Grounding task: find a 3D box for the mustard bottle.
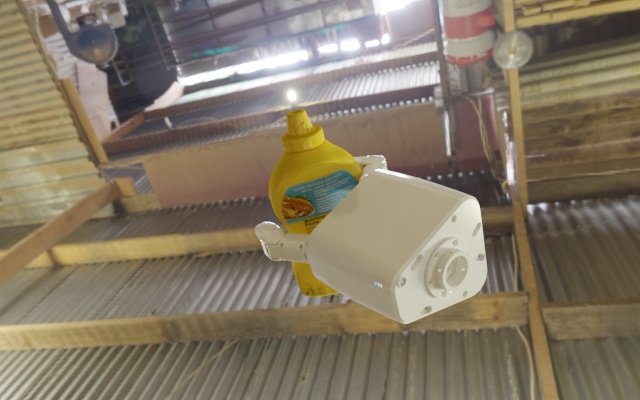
[{"bbox_3d":[0.000,0.002,0.485,0.096,0.192,0.058,-18,25,-5],"label":"mustard bottle"}]
